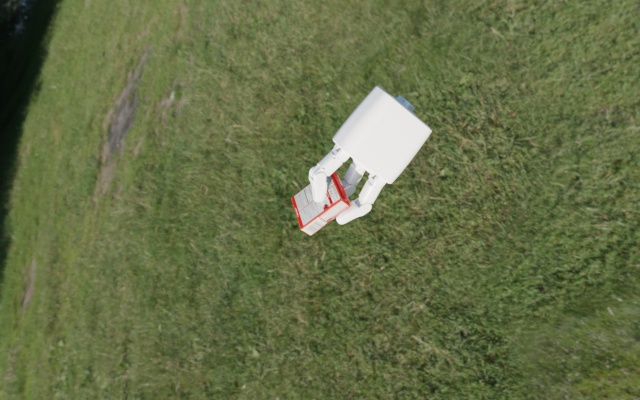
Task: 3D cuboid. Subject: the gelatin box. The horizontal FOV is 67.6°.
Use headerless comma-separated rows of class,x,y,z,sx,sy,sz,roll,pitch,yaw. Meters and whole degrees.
gelatin box,0.000,0.003,0.779,0.089,0.073,0.030,-37,-44,17
